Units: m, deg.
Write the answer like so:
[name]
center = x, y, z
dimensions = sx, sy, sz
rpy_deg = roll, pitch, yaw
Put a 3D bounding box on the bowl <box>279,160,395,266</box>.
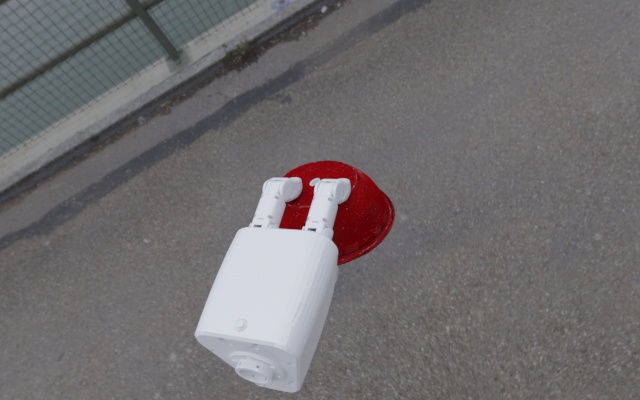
[bowl]
center = 0.000, 0.001, 0.537
dimensions = 0.162, 0.055, 0.162
rpy_deg = -9, 34, 6
